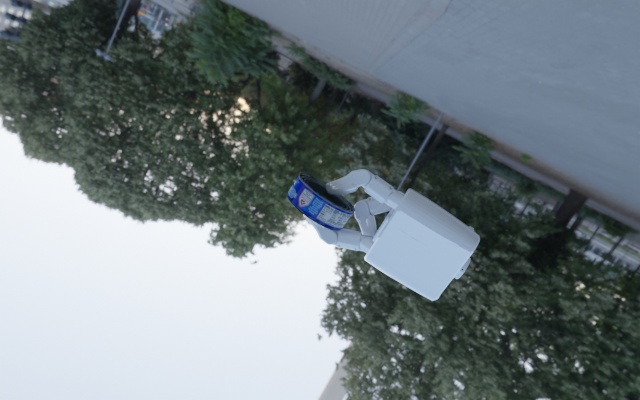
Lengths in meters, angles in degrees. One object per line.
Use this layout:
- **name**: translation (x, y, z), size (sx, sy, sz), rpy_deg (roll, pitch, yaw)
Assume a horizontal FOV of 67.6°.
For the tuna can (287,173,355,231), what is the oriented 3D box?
- **tuna can**: translation (0.000, 0.002, 0.616), size (0.086, 0.034, 0.086), rpy_deg (32, 12, -8)
